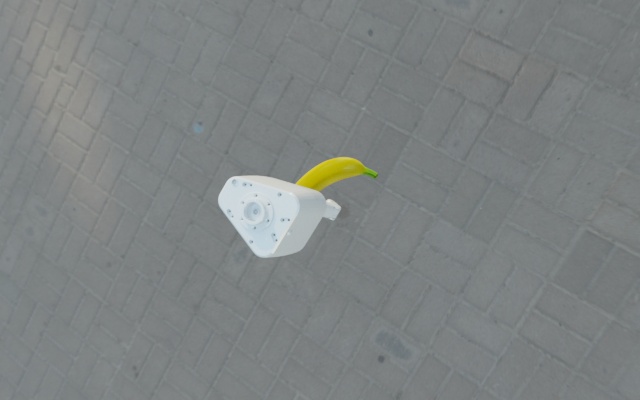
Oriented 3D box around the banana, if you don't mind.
[{"bbox_3d":[-0.007,-0.015,0.781,0.198,0.069,0.037,-33,-9,14],"label":"banana"}]
